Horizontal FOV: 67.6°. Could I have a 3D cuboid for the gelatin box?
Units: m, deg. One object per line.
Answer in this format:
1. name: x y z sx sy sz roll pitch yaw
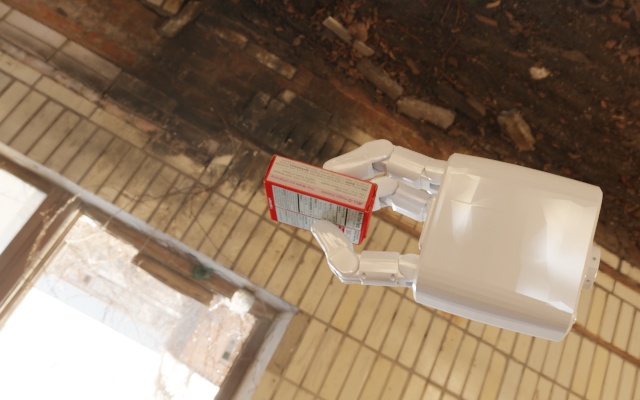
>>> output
1. gelatin box: 0.000 0.002 0.405 0.089 0.030 0.073 16 -25 7
